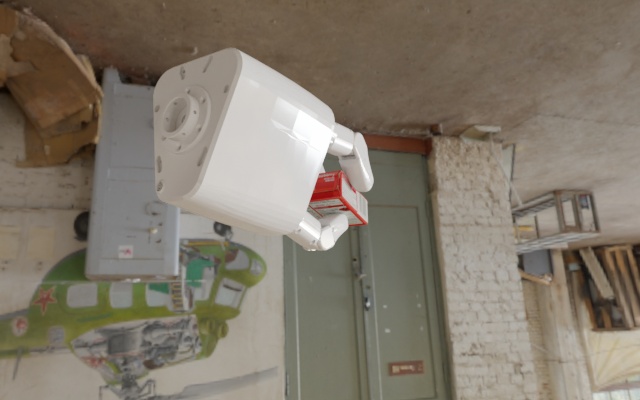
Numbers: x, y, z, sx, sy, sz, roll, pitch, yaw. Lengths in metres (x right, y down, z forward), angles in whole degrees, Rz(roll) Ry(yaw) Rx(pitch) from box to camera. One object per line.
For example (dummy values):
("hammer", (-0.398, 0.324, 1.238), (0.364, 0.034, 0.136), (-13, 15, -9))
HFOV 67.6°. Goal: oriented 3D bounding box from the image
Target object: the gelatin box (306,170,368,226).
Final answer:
("gelatin box", (0.000, 0.002, 0.474), (0.073, 0.030, 0.089), (-6, -22, 21))
